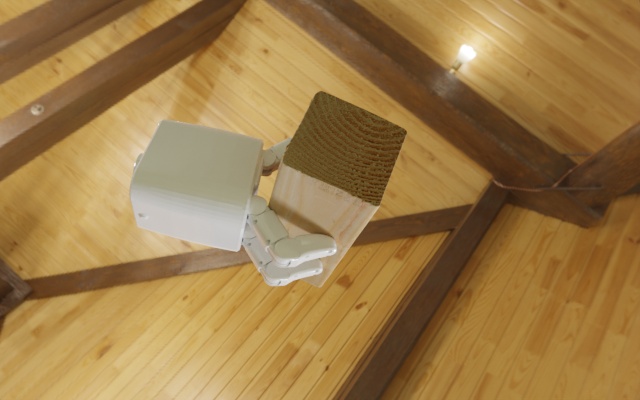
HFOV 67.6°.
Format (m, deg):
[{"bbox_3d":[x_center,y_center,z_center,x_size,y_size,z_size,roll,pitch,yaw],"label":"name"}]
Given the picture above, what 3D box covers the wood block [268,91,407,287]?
[{"bbox_3d":[0.000,0.001,0.487,0.090,0.090,0.206,24,-31,-1],"label":"wood block"}]
